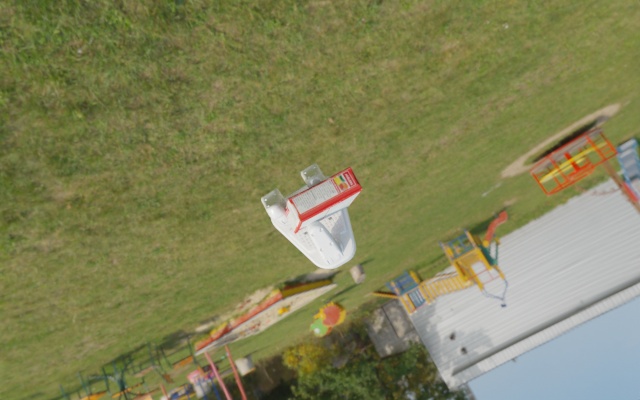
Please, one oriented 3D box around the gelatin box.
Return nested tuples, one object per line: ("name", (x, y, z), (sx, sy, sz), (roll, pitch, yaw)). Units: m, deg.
("gelatin box", (0.000, 0.002, 0.515), (0.073, 0.030, 0.089), (-27, -7, -11))
